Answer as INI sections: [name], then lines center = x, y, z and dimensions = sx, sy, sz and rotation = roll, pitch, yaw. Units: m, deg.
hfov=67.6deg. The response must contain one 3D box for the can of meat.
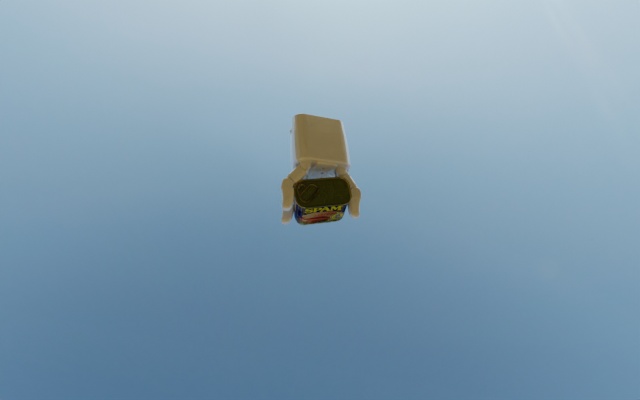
[can of meat]
center = 0.000, 0.003, 0.884
dimensions = 0.102, 0.057, 0.084
rotation = -5, -25, -9
